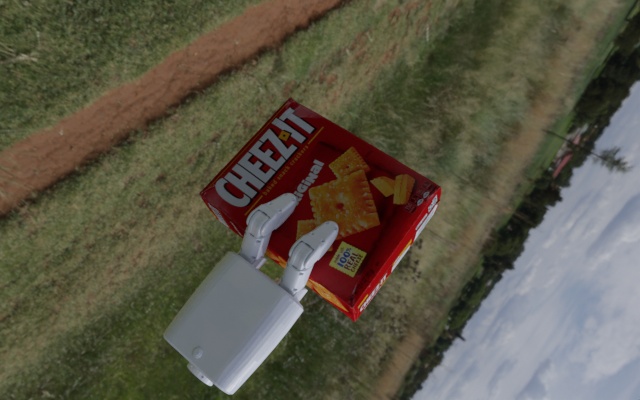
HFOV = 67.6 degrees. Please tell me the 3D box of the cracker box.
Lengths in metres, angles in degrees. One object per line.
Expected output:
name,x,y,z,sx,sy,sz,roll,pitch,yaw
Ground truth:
cracker box,0.000,0.002,0.535,0.213,0.164,0.072,34,-18,19
